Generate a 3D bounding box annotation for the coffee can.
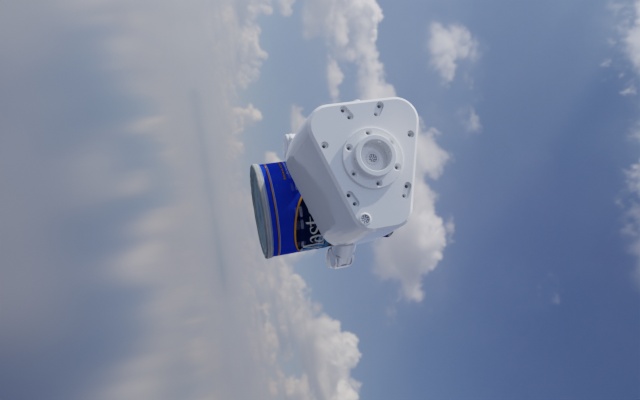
[{"bbox_3d":[0.000,0.002,0.527,0.140,0.103,0.103,-9,2,-13],"label":"coffee can"}]
